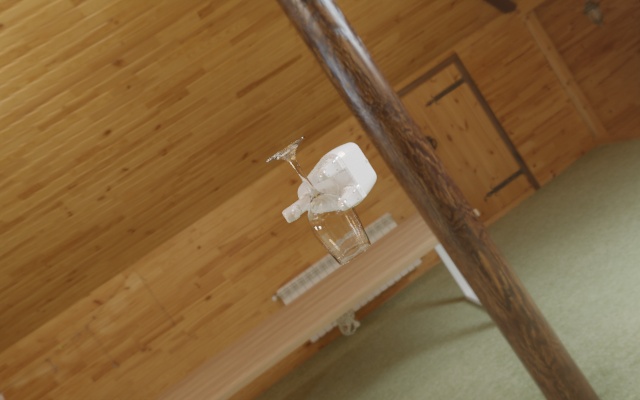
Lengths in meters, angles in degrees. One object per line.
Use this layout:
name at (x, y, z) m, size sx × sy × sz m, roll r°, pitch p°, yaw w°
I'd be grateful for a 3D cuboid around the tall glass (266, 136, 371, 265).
tall glass at (0.000, 0.002, 0.756) m, size 0.079 × 0.201 × 0.079 m, roll -33°, pitch 4°, yaw 3°
